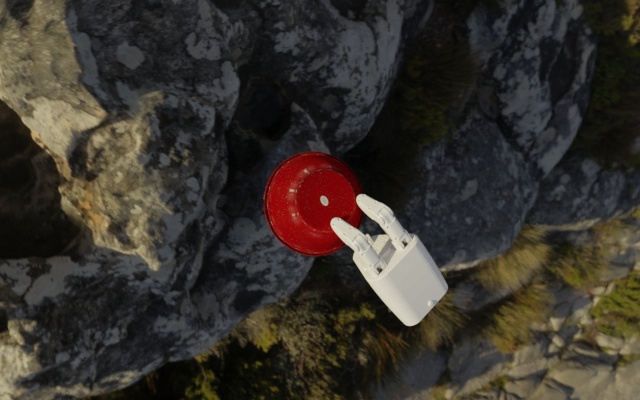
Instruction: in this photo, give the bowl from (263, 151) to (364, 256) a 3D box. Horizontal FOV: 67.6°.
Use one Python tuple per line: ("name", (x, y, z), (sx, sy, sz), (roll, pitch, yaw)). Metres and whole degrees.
("bowl", (-0.001, 0.002, 0.708), (0.162, 0.162, 0.055), (0, -5, -17))
